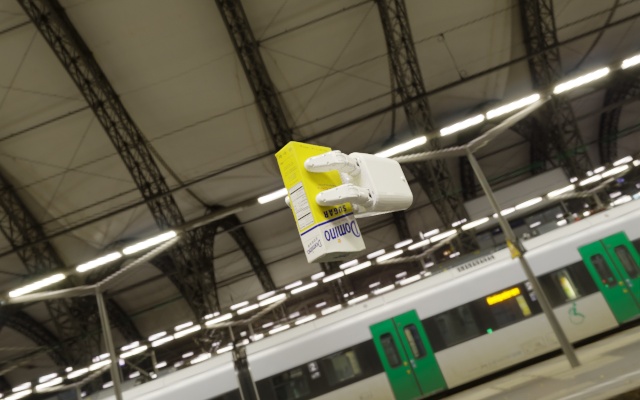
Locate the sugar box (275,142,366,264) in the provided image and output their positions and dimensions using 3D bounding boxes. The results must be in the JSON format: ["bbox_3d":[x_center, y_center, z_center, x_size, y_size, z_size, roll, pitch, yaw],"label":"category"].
[{"bbox_3d":[0.001,0.002,0.709,0.093,0.176,0.048,1,-29,-48],"label":"sugar box"}]
